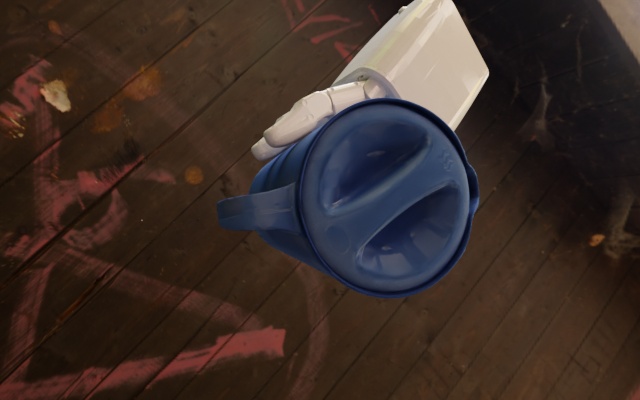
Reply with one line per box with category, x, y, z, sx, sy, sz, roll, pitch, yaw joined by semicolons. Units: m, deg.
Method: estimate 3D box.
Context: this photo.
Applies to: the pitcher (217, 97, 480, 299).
pitcher;0.000;0.001;0.419;0.149;0.145;0.243;39;-14;-15
